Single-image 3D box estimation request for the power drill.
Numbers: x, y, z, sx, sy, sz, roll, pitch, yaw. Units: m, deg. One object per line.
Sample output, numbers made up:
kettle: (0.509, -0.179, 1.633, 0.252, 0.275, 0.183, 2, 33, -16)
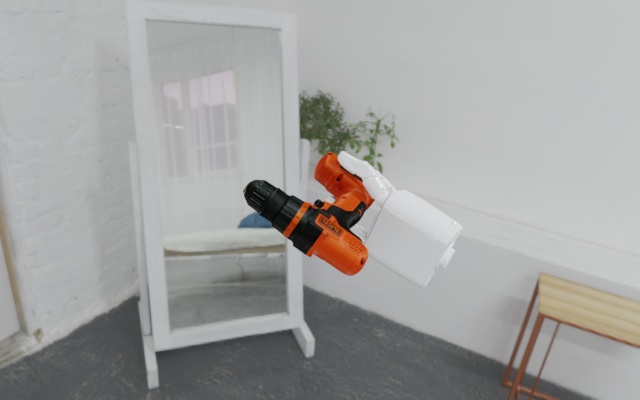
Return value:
power drill: (0.001, 0.002, 0.677, 0.184, 0.057, 0.187, 36, 36, -2)
